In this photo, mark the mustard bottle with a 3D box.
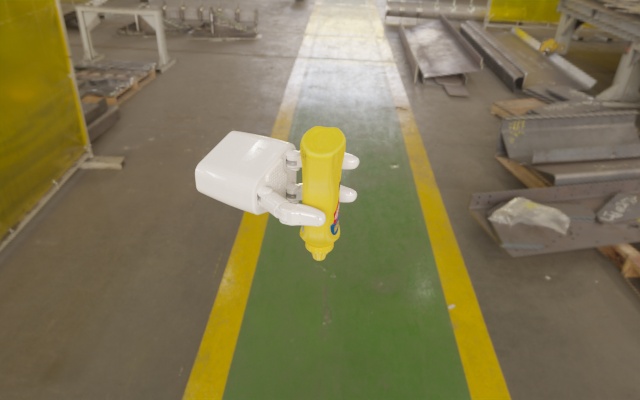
[{"bbox_3d":[0.000,0.002,0.659,0.058,0.192,0.096,4,31,3],"label":"mustard bottle"}]
